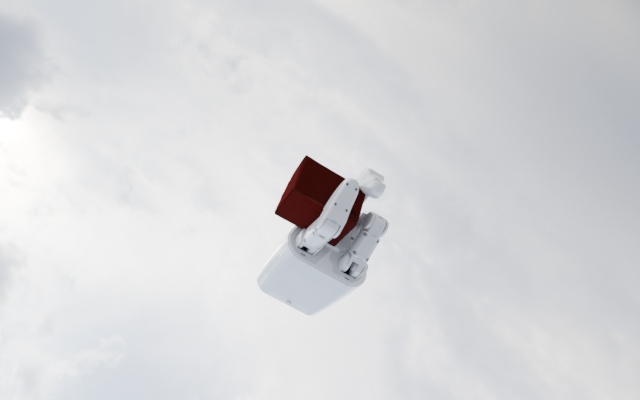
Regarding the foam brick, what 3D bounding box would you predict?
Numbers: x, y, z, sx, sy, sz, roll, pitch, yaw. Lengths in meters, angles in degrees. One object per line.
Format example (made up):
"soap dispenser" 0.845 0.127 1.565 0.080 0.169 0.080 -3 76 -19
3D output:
"foam brick" 0.000 0.001 0.506 0.078 0.053 0.051 30 -42 -11
